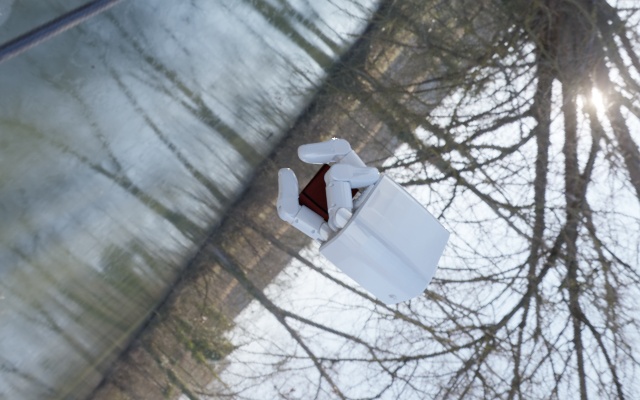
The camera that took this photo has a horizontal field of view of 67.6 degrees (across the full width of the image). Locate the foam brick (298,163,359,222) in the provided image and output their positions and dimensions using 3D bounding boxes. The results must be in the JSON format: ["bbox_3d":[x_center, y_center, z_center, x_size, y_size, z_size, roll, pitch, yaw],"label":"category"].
[{"bbox_3d":[0.000,0.002,0.577,0.051,0.053,0.078,39,-26,-2],"label":"foam brick"}]
